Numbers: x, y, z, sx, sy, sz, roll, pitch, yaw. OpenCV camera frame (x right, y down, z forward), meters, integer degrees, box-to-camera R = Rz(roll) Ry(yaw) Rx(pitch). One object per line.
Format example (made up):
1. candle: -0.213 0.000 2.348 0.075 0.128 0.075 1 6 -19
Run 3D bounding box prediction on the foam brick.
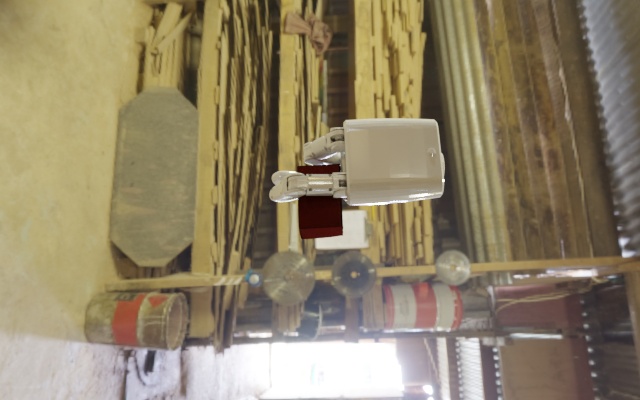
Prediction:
1. foam brick: 0.000 0.002 0.562 0.051 0.078 0.053 -2 -16 1
